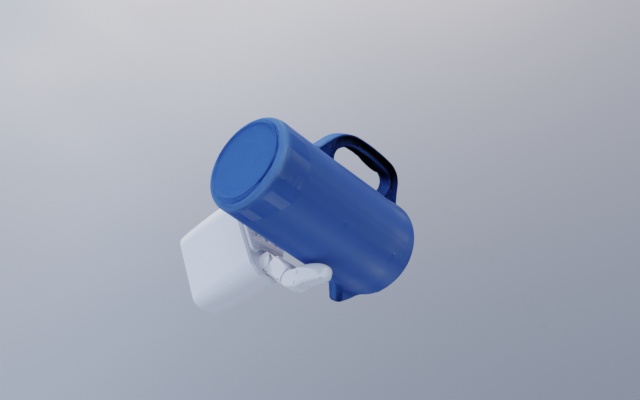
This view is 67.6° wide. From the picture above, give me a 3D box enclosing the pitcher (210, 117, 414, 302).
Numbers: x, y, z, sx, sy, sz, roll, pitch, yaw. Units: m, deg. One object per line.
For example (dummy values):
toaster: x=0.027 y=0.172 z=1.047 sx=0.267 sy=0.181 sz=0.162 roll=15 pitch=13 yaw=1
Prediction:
pitcher: x=0.000 y=0.002 z=0.554 sx=0.145 sy=0.149 sz=0.243 roll=-31 pitch=-43 yaw=23
